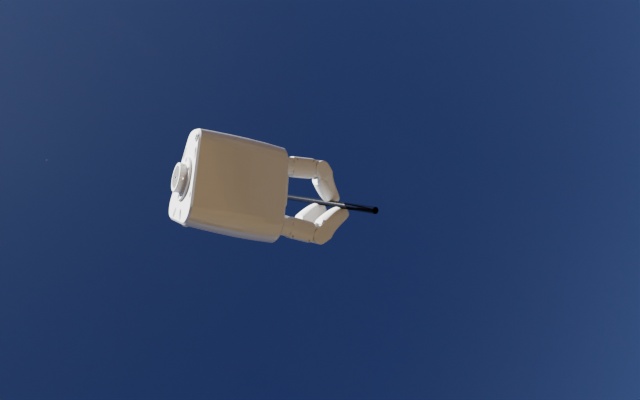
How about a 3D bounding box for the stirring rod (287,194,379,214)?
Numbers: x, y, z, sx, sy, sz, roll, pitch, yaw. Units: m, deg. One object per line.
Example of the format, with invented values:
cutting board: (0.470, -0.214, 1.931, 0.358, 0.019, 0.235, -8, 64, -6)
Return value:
stirring rod: (0.000, 0.002, 0.620, 0.011, 0.011, 0.239, 0, 4, -30)
